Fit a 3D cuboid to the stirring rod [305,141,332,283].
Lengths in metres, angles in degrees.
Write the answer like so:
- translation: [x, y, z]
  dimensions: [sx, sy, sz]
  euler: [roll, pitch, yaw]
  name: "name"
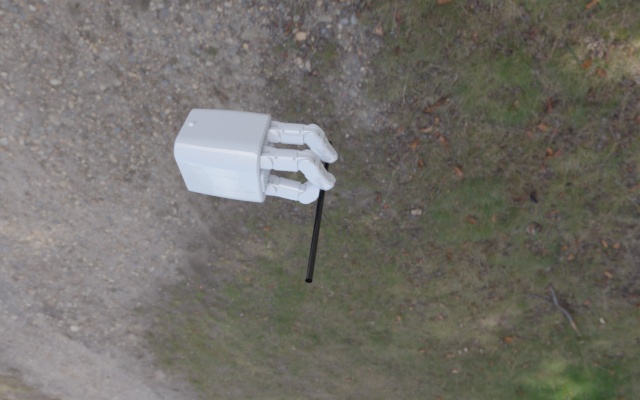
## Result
- translation: [0.000, 0.002, 0.592]
  dimensions: [0.011, 0.011, 0.239]
  euler: [0, 44, 8]
  name: "stirring rod"
